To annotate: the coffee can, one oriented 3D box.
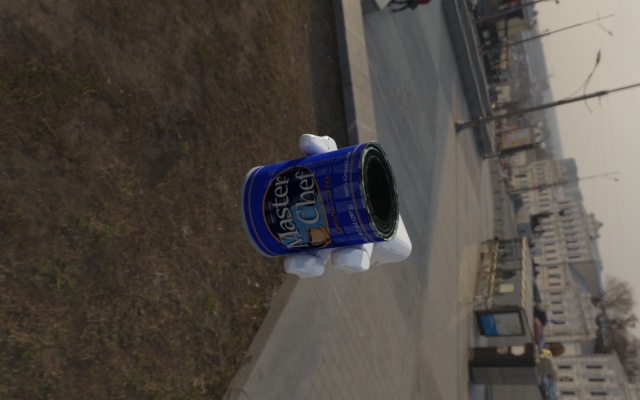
[{"bbox_3d":[0.000,0.002,0.506,0.140,0.103,0.103,-10,-5,26],"label":"coffee can"}]
